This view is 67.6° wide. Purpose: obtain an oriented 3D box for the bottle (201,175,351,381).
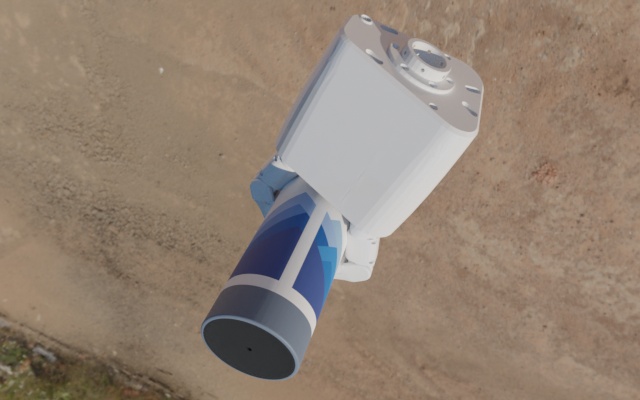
[{"bbox_3d":[0.000,0.002,0.401,0.069,0.069,0.295,0,39,23],"label":"bottle"}]
